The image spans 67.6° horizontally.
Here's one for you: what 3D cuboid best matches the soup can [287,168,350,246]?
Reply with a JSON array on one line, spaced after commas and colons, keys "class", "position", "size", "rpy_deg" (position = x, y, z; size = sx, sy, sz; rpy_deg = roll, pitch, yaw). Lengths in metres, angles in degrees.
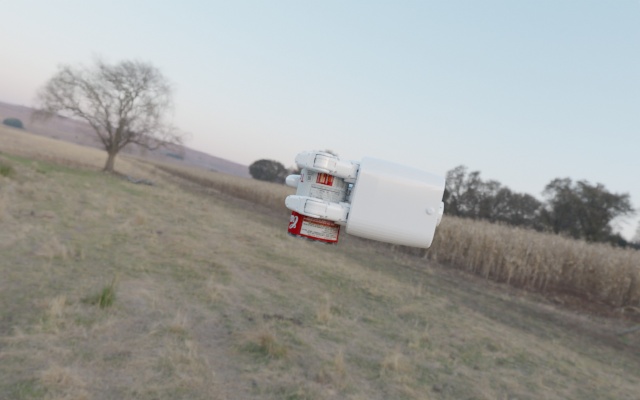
[{"class": "soup can", "position": [0.000, 0.002, 0.625], "size": [0.068, 0.102, 0.068], "rpy_deg": [13, 0, 0]}]
